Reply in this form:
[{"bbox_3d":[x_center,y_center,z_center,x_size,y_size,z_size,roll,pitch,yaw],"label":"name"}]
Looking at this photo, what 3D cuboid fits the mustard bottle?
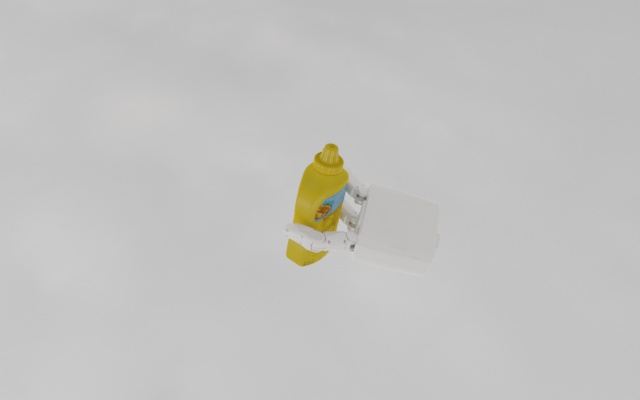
[{"bbox_3d":[0.000,0.002,0.686,0.058,0.192,0.096,31,43,22],"label":"mustard bottle"}]
